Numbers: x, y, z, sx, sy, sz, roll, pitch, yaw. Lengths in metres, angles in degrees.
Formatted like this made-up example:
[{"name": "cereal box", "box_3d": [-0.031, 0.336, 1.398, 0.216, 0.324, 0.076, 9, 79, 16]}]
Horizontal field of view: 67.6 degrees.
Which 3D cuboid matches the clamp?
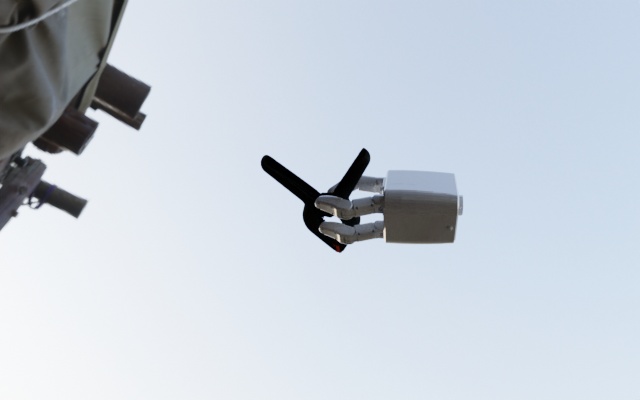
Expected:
[{"name": "clamp", "box_3d": [0.001, 0.002, 0.748, 0.164, 0.210, 0.036, 4, 44, 13]}]
